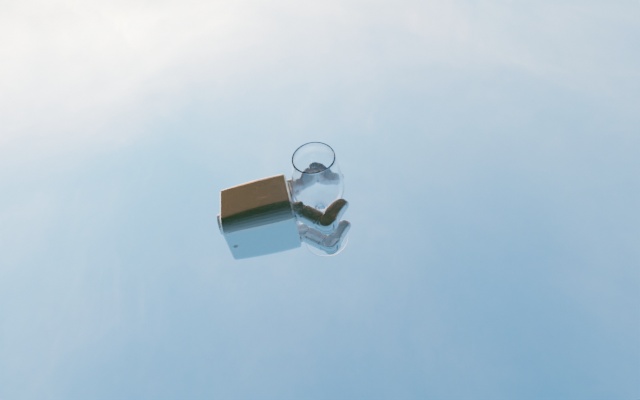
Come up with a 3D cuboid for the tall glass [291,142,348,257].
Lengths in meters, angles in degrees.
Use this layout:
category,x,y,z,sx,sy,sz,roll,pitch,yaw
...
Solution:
category,x,y,z,sx,sy,sz,roll,pitch,yaw
tall glass,0.000,0.003,0.738,0.079,0.079,0.201,0,-39,7
